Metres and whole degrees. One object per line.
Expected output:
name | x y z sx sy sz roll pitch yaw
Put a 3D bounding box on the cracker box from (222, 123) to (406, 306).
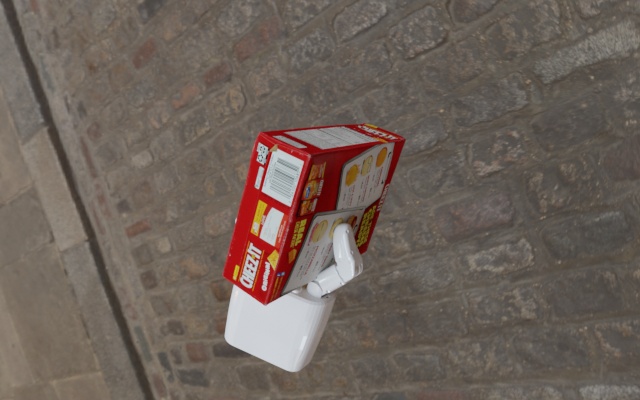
cracker box | 0.000 0.002 0.537 0.072 0.164 0.213 28 24 25
